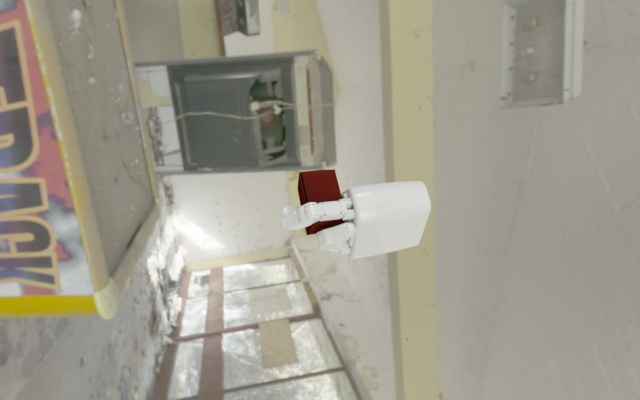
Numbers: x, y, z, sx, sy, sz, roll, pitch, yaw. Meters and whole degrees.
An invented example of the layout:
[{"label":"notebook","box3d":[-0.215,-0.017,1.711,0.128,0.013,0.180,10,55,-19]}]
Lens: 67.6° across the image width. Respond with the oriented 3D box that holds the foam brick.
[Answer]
[{"label":"foam brick","box3d":[0.000,0.002,0.674,0.051,0.078,0.053,-8,-22,-10]}]
